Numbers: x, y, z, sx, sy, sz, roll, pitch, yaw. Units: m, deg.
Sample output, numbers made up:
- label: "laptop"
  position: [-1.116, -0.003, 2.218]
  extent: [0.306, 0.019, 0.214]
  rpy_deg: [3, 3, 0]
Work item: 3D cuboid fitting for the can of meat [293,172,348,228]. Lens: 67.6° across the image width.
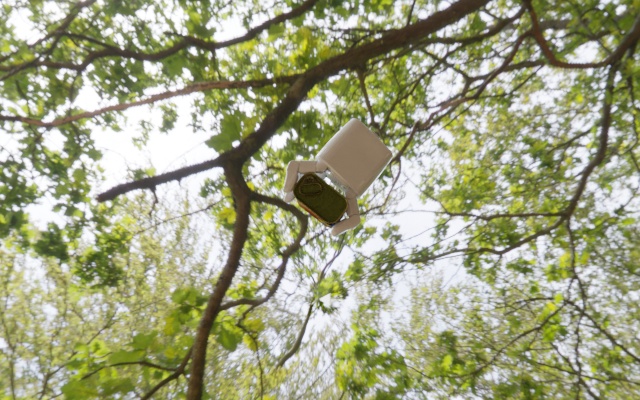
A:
- label: "can of meat"
  position: [0.000, 0.003, 0.892]
  extent: [0.102, 0.057, 0.084]
  rpy_deg: [38, -9, 7]
